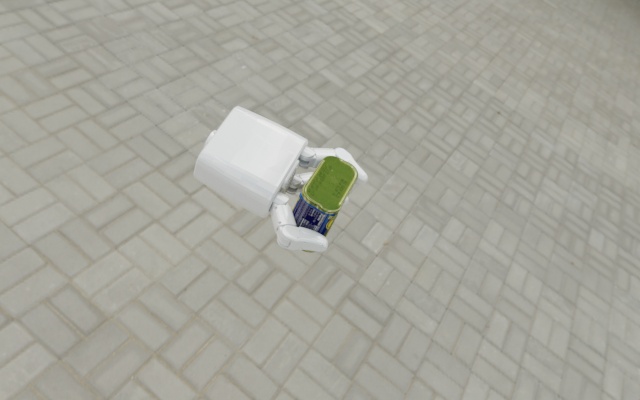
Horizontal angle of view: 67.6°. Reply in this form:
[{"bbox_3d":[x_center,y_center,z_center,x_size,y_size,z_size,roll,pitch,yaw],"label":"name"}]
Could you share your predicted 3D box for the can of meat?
[{"bbox_3d":[0.000,0.002,0.611,0.057,0.084,0.102,29,45,2],"label":"can of meat"}]
